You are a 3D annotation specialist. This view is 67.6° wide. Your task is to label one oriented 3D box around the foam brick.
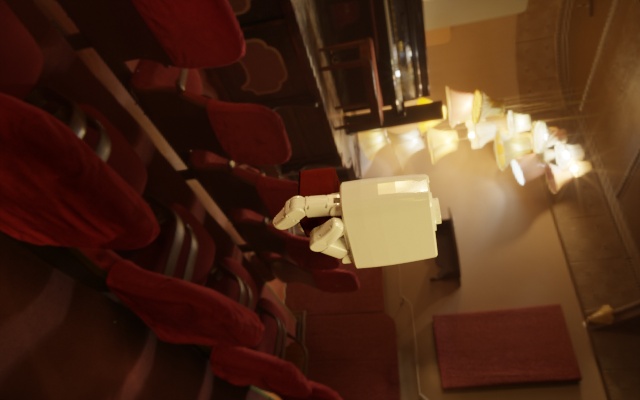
[{"bbox_3d":[0.000,0.002,0.643,0.051,0.078,0.053,-8,-37,12],"label":"foam brick"}]
